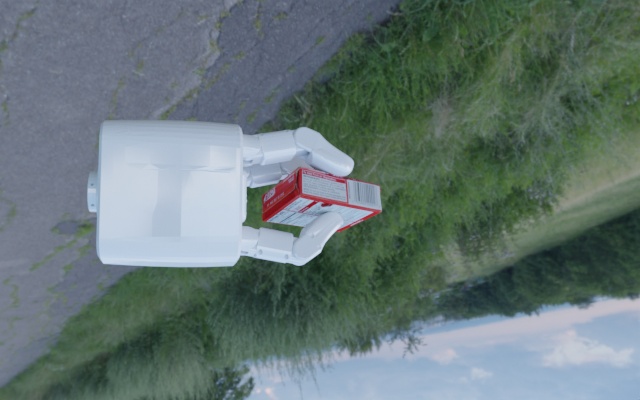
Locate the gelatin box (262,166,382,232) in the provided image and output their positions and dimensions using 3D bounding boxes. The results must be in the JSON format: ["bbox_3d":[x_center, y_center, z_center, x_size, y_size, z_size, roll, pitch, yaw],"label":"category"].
[{"bbox_3d":[0.000,0.002,0.444,0.089,0.030,0.073,11,-24,-28],"label":"gelatin box"}]
